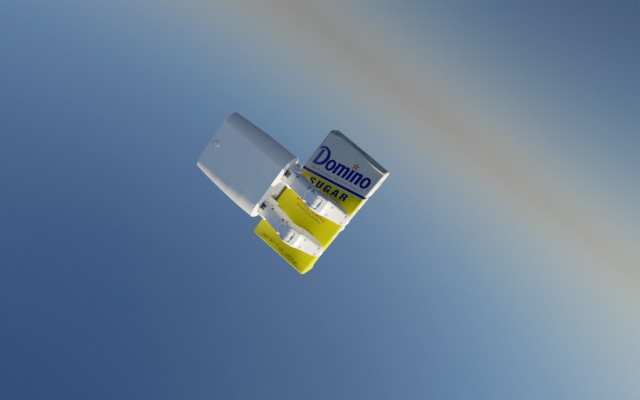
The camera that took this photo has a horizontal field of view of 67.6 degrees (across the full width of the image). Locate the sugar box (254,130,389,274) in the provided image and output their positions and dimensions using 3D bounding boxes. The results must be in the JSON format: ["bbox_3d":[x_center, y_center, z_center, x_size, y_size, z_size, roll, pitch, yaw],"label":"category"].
[{"bbox_3d":[0.000,0.002,0.639,0.093,0.176,0.048,40,16,7],"label":"sugar box"}]
